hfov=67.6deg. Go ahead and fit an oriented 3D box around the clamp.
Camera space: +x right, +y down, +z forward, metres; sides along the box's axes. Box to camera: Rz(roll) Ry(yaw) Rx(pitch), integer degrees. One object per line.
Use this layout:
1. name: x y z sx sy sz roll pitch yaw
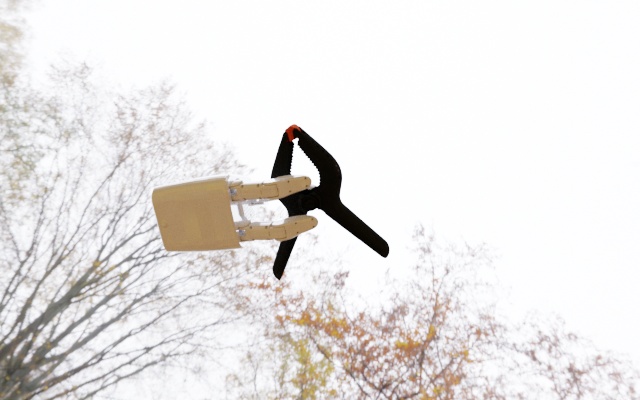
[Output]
1. clamp: 0.000 0.001 0.629 0.164 0.210 0.036 -7 16 8
